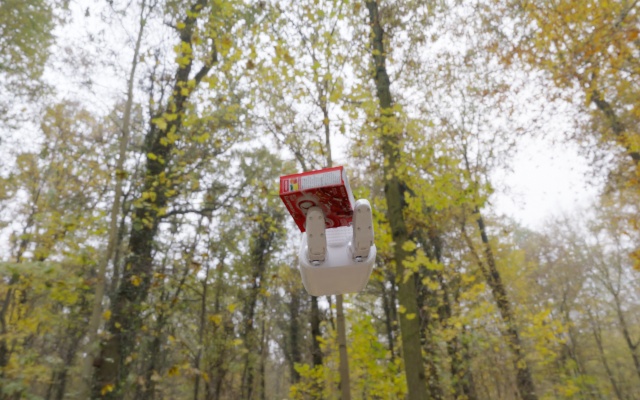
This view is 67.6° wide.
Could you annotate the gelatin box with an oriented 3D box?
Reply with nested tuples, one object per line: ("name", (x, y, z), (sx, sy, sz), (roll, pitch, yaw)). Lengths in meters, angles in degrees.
("gelatin box", (0.000, 0.001, 0.548), (0.073, 0.030, 0.089), (-9, -34, 10))
